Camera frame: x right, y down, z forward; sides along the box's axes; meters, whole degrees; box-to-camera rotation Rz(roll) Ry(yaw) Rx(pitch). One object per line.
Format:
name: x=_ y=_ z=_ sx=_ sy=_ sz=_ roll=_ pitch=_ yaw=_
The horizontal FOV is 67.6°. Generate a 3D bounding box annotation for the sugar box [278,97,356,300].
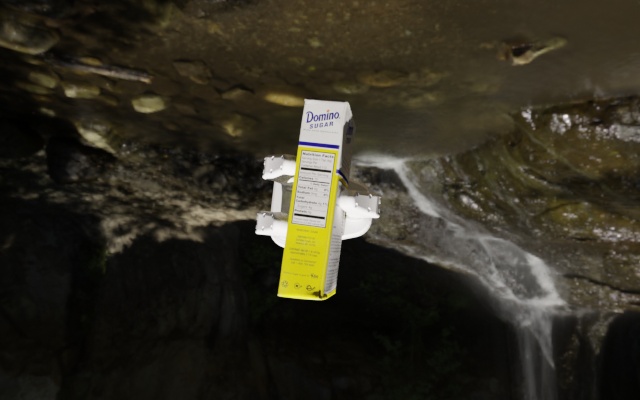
sugar box: x=0.000 y=0.002 z=0.453 sx=0.048 sy=0.176 sz=0.093 roll=4 pitch=-6 yaw=9
